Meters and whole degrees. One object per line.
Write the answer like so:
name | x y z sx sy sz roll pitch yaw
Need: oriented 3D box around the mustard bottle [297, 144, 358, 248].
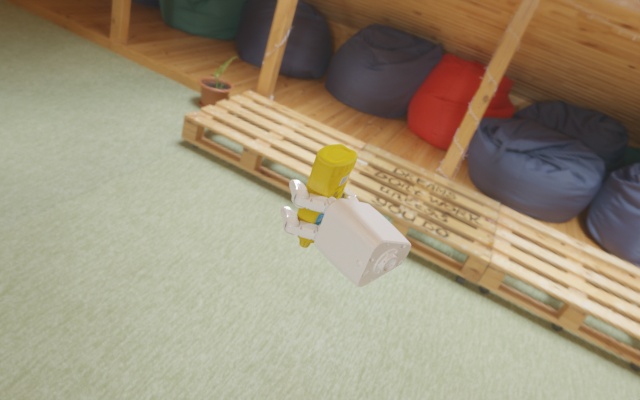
mustard bottle | 0.000 0.002 0.808 0.058 0.192 0.096 29 31 15
